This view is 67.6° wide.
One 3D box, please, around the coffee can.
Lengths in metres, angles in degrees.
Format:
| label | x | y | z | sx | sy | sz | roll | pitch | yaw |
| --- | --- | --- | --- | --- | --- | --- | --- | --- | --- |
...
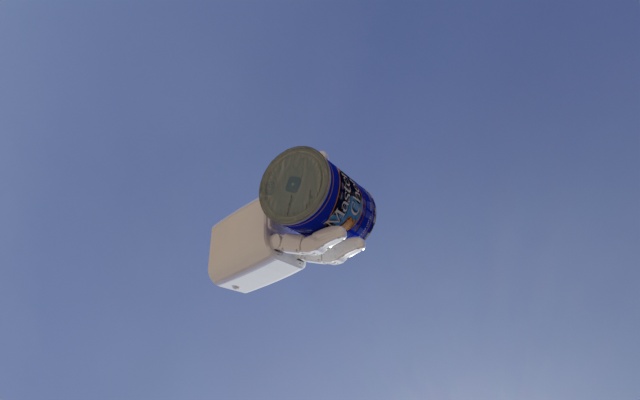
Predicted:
| label | x | y | z | sx | sy | sz | roll | pitch | yaw |
| --- | --- | --- | --- | --- | --- | --- | --- | --- | --- |
| coffee can | 0.000 | 0.002 | 0.639 | 0.103 | 0.102 | 0.140 | 0 | -19 | 32 |
